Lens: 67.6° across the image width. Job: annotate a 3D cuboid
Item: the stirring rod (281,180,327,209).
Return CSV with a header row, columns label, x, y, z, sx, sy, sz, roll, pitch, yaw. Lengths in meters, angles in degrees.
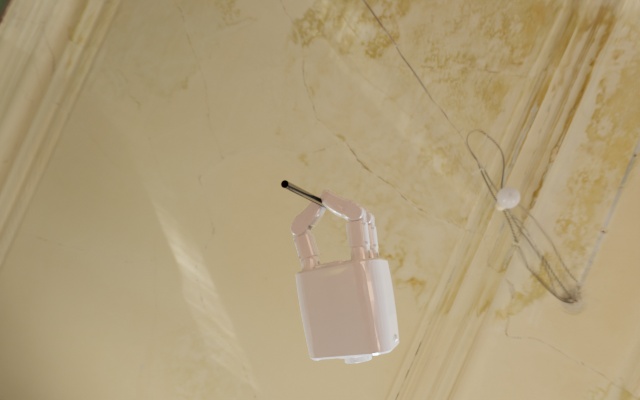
label,x,y,z,sx,sy,sz,roll,pitch,yaw
stirring rod,0.000,0.002,0.579,0.011,0.011,0.239,0,-9,17
